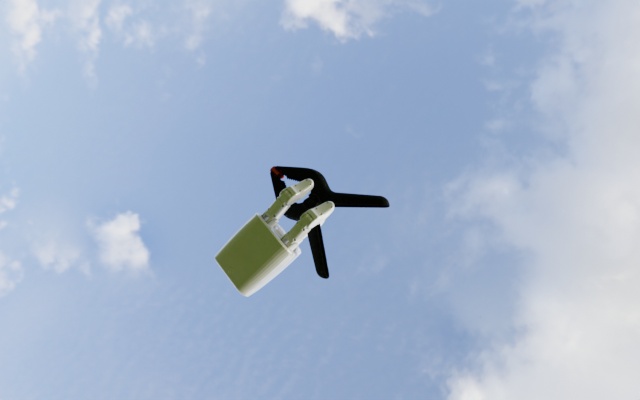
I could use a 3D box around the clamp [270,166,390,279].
[{"bbox_3d":[0.000,0.003,0.803,0.164,0.210,0.036,-43,-22,1],"label":"clamp"}]
